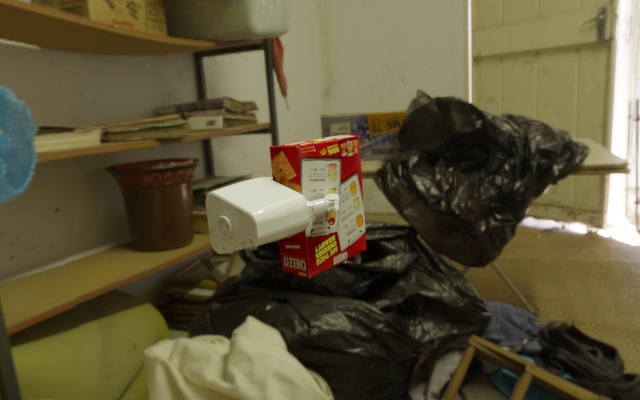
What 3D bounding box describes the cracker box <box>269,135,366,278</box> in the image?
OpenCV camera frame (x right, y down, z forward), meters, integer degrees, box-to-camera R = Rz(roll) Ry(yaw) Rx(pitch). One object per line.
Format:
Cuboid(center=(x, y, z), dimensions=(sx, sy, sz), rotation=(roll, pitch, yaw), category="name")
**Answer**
Cuboid(center=(0.000, 0.003, 0.819), dimensions=(0.072, 0.214, 0.164), rotation=(6, 16, 40), category="cracker box")
